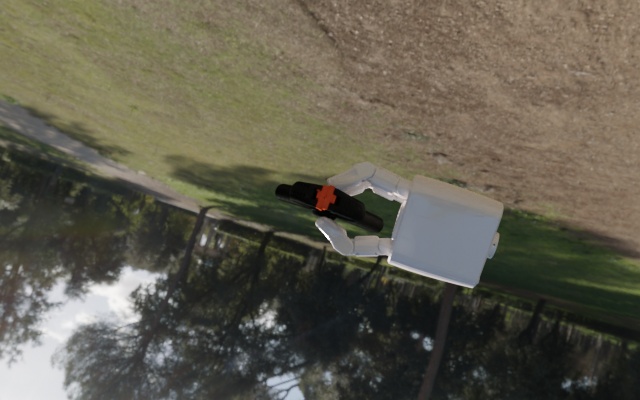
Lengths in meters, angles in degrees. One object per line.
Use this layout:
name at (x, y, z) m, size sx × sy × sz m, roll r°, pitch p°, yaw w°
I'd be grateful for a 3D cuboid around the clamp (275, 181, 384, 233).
clamp at (0.000, 0.003, 0.613) m, size 0.164 × 0.036 × 0.210 m, roll 18°, pitch -4°, yaw 10°
